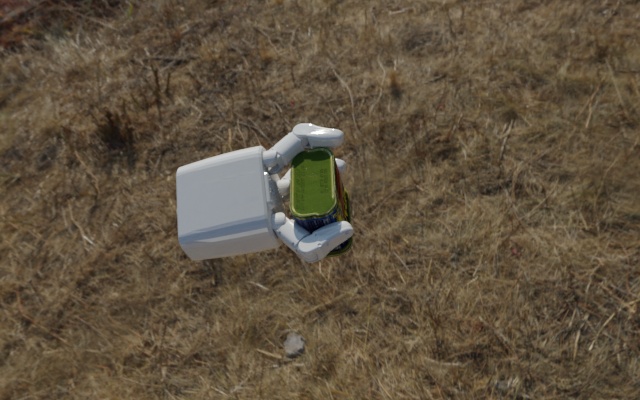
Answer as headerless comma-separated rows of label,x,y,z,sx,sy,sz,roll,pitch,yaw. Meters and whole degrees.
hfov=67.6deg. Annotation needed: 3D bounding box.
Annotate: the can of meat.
can of meat,0.000,0.002,0.552,0.057,0.102,0.084,-10,-37,10
